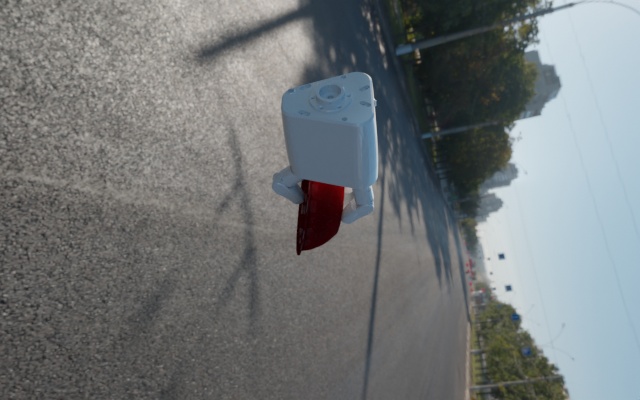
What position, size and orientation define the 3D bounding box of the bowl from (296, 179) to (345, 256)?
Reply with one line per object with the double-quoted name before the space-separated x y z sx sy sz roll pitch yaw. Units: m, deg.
"bowl" 0.000 0.003 0.699 0.055 0.162 0.162 6 -1 -6
